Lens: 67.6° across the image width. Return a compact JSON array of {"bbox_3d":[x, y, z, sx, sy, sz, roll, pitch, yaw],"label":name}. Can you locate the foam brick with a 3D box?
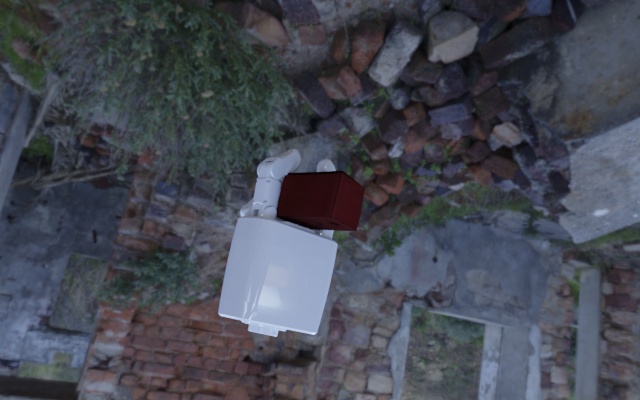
[{"bbox_3d":[0.000,0.002,0.518,0.078,0.051,0.053,0,-20,37],"label":"foam brick"}]
